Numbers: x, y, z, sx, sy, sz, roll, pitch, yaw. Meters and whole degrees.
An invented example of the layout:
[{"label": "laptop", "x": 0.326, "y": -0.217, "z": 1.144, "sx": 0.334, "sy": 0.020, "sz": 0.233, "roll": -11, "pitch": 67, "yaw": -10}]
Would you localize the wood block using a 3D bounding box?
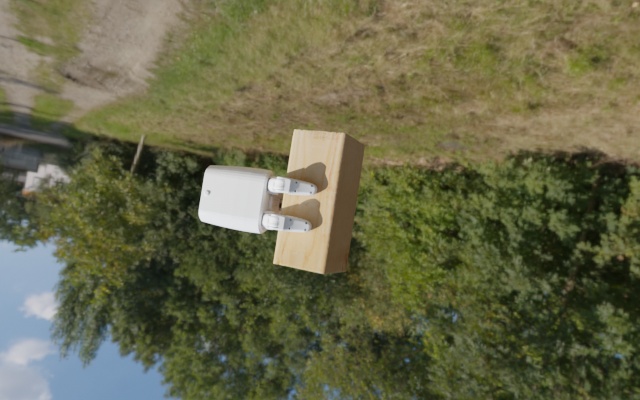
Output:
[{"label": "wood block", "x": 0.000, "y": 0.003, "z": 0.743, "sx": 0.090, "sy": 0.206, "sz": 0.091, "roll": 8, "pitch": -2, "yaw": 24}]
